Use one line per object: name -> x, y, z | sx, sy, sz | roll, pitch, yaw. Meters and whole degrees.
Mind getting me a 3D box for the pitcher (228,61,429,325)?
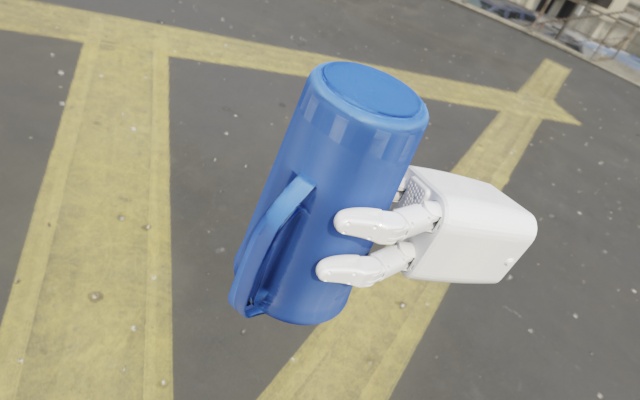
pitcher -> 0.000, 0.001, 0.456 | 0.145, 0.243, 0.149 | 9, 37, -18
